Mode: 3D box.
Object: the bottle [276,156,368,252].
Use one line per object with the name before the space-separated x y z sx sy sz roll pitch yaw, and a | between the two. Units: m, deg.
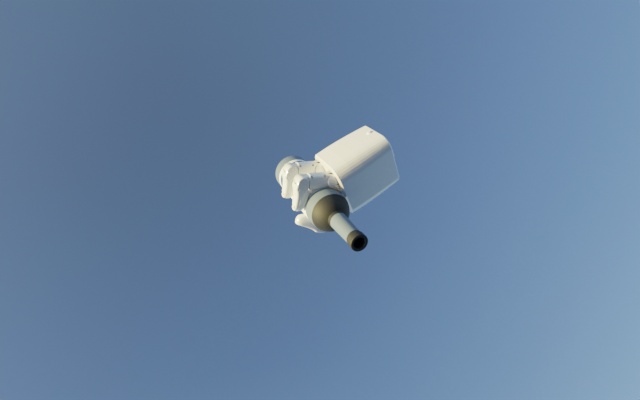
bottle | 0.000 0.003 0.794 0.069 0.069 0.295 0 23 -24
